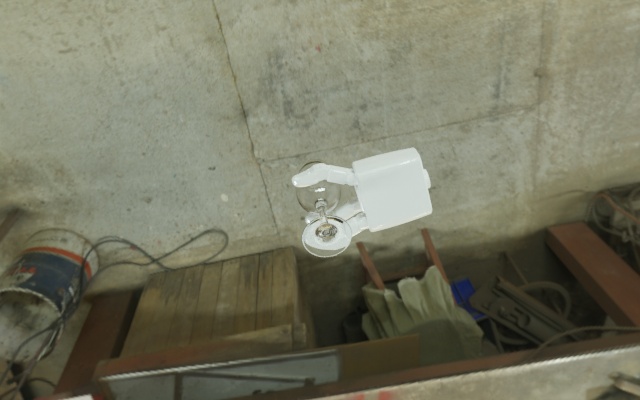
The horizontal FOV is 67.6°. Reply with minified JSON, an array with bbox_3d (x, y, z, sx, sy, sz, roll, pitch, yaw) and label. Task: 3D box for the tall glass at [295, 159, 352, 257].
[{"bbox_3d":[0.000,0.003,0.782,0.079,0.079,0.201,0,31,-7],"label":"tall glass"}]
